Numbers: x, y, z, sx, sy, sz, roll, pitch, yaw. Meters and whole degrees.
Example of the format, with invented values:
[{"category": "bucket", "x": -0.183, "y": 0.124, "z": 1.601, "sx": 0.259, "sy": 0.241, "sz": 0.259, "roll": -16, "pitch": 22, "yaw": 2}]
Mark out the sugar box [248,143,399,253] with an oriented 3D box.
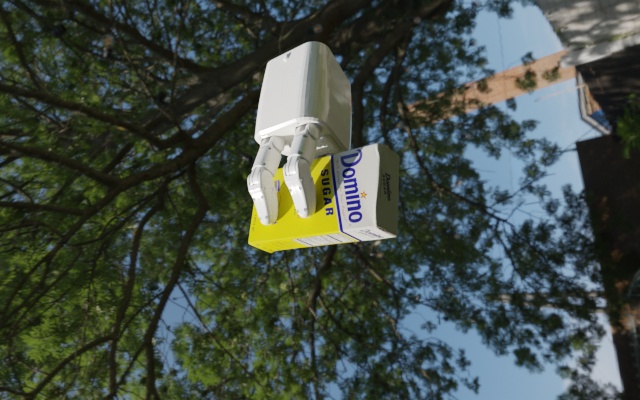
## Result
[{"category": "sugar box", "x": 0.000, "y": 0.001, "z": 0.528, "sx": 0.176, "sy": 0.093, "sz": 0.048, "roll": -13, "pitch": -26, "yaw": 39}]
